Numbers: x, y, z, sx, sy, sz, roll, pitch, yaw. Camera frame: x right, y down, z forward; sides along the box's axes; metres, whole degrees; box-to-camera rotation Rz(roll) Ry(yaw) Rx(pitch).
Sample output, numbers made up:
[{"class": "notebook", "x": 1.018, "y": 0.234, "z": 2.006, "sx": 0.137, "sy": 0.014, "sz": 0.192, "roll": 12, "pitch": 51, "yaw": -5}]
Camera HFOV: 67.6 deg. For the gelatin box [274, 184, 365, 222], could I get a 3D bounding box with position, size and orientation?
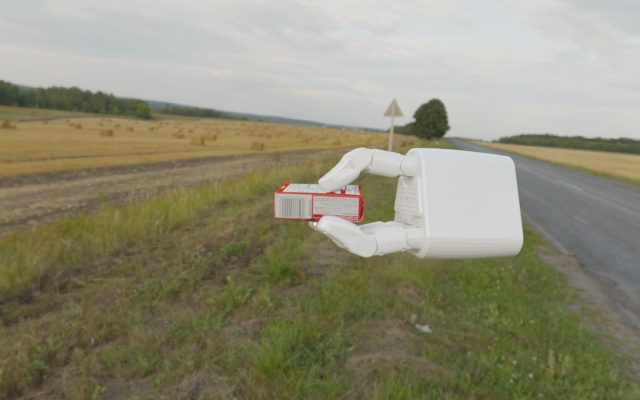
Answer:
[{"class": "gelatin box", "x": 0.000, "y": 0.001, "z": 0.501, "sx": 0.089, "sy": 0.030, "sz": 0.073, "roll": 2, "pitch": 9, "yaw": 3}]
